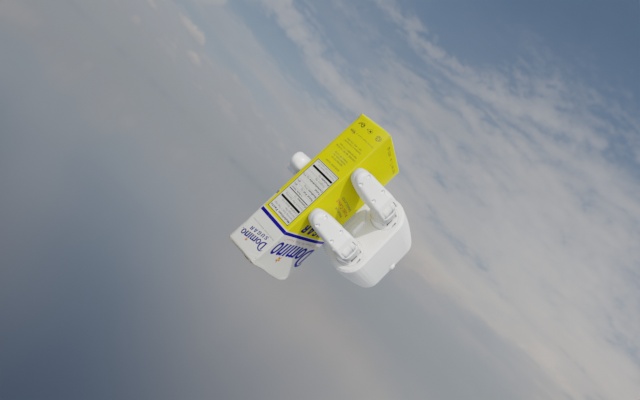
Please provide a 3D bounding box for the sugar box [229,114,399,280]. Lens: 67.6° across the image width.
[{"bbox_3d":[0.001,0.002,0.484,0.048,0.176,0.093,43,-4,24],"label":"sugar box"}]
